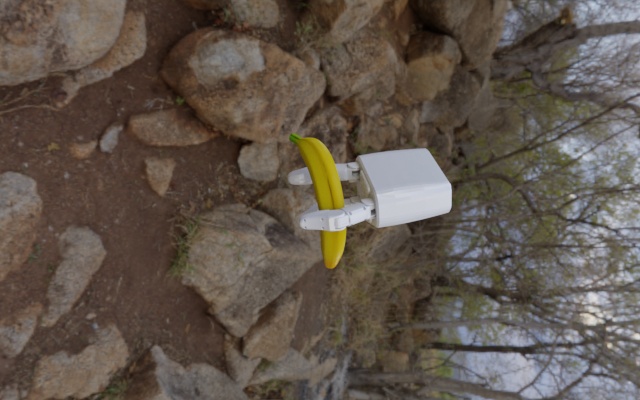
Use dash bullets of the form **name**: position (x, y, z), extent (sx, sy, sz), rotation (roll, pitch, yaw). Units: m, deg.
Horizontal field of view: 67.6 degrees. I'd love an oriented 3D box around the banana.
- **banana**: position (0.006, -0.002, 0.650), extent (0.037, 0.198, 0.069), rotation (-15, 2, -22)
